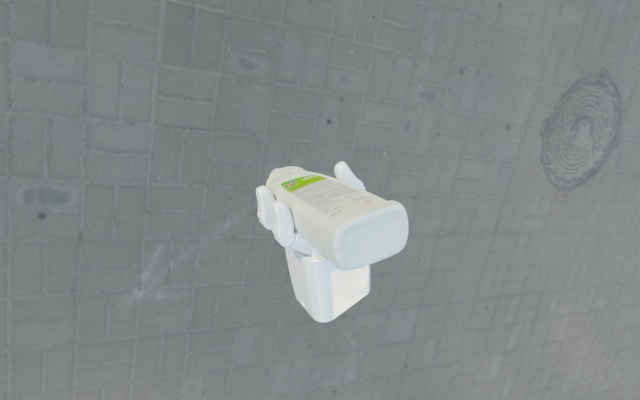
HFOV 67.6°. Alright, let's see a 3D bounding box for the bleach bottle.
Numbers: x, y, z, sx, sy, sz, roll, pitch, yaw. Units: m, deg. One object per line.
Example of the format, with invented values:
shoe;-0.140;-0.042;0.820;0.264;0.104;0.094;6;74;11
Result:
bleach bottle;0.000;0.002;0.628;0.102;0.068;0.250;-17;27;-22
